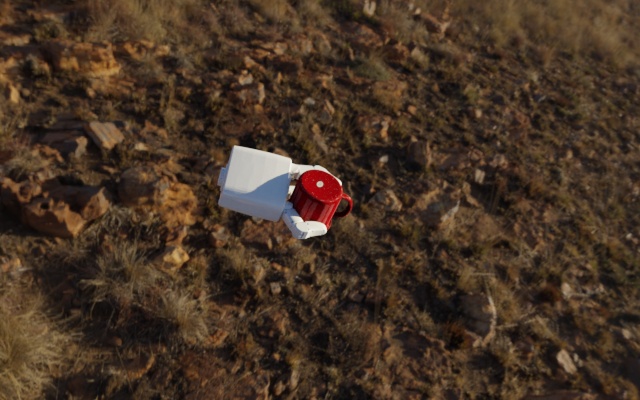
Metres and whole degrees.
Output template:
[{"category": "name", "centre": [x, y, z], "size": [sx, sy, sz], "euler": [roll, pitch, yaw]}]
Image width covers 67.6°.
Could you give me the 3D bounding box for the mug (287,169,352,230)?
[{"category": "mug", "centre": [0.002, 0.003, 0.842], "size": [0.117, 0.093, 0.081], "euler": [13, -46, -14]}]
